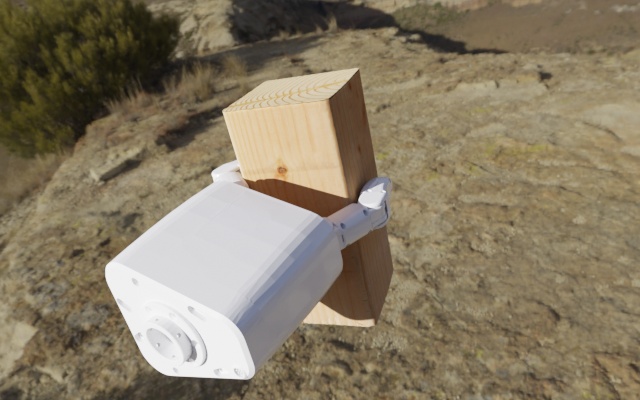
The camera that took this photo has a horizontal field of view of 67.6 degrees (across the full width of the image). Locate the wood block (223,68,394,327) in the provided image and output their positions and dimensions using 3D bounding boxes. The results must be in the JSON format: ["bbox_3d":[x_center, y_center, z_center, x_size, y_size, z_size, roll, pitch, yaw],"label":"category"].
[{"bbox_3d":[0.000,0.001,0.424,0.091,0.206,0.090,-2,28,22],"label":"wood block"}]
